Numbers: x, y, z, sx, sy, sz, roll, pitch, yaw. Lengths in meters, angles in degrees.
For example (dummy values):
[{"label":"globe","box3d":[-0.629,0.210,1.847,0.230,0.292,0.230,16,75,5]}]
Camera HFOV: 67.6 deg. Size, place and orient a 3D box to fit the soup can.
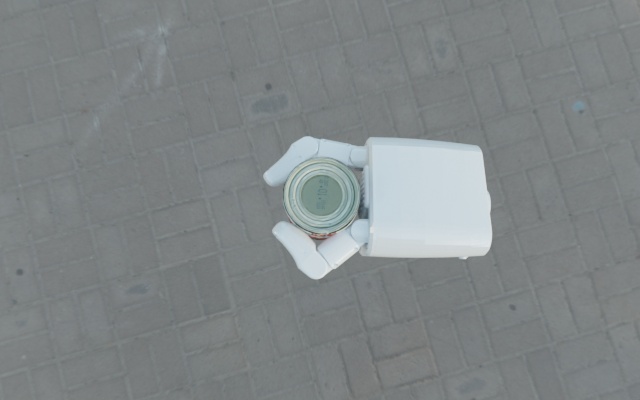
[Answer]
[{"label":"soup can","box3d":[0.000,0.001,0.447,0.068,0.068,0.102,0,-7,-2]}]
